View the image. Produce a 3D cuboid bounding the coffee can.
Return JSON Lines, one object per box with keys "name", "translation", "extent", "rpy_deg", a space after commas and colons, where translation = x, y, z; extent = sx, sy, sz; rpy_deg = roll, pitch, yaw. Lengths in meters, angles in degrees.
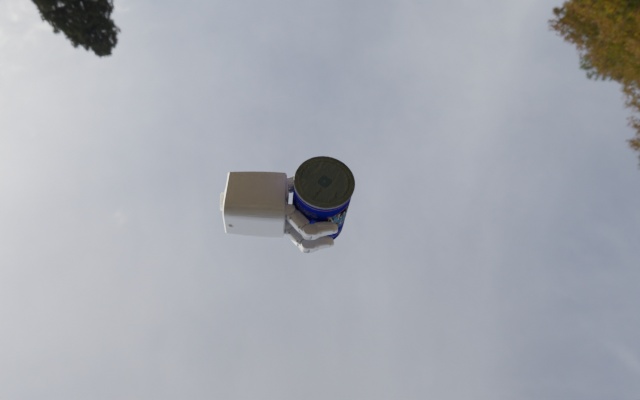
{"name": "coffee can", "translation": [0.000, 0.003, 0.850], "extent": [0.103, 0.102, 0.140], "rpy_deg": [0, -30, -6]}
